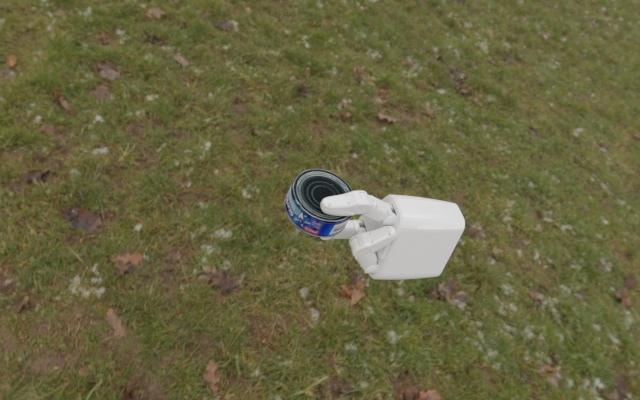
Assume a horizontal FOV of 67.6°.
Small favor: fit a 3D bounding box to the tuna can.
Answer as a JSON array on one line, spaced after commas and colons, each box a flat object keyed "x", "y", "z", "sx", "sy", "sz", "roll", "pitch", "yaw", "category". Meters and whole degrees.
[{"x": 0.000, "y": 0.002, "z": 0.598, "sx": 0.086, "sy": 0.086, "sz": 0.034, "roll": 0, "pitch": -37, "yaw": -24, "category": "tuna can"}]
